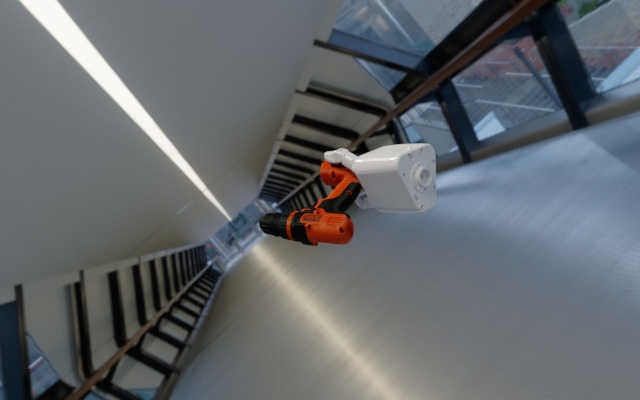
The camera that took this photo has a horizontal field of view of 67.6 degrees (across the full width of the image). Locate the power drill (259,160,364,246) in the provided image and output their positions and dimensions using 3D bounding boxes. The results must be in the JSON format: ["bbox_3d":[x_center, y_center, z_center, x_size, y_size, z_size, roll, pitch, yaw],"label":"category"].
[{"bbox_3d":[0.001,0.003,0.864,0.184,0.057,0.187,5,45,30],"label":"power drill"}]
